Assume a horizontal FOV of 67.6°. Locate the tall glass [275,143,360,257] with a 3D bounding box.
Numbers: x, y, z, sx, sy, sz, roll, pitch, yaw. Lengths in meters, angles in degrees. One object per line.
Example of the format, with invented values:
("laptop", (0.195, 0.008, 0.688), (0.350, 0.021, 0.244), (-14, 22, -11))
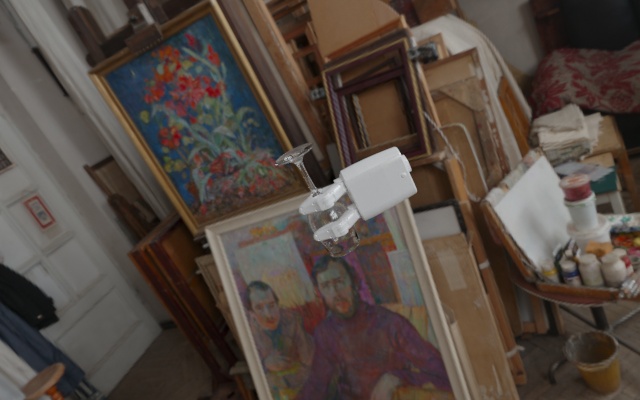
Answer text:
("tall glass", (0.000, 0.002, 0.844), (0.079, 0.201, 0.079), (-25, 19, 9))
